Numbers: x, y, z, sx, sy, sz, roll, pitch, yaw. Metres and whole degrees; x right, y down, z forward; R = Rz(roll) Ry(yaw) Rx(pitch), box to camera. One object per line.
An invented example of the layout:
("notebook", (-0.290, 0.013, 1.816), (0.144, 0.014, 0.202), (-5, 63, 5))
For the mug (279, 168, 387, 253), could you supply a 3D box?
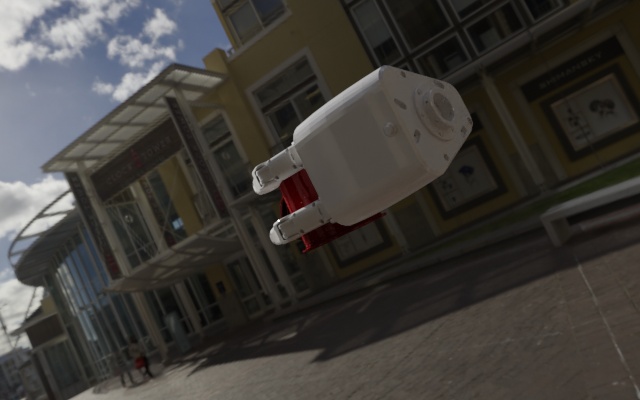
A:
("mug", (-0.001, 0.002, 0.494), (0.093, 0.081, 0.117), (-21, -6, -46))
